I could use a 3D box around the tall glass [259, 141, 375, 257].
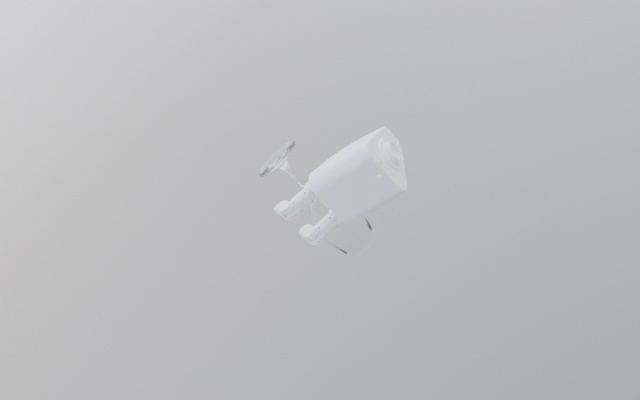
[{"bbox_3d":[0.000,0.002,0.751,0.201,0.079,0.079,45,-20,-20],"label":"tall glass"}]
